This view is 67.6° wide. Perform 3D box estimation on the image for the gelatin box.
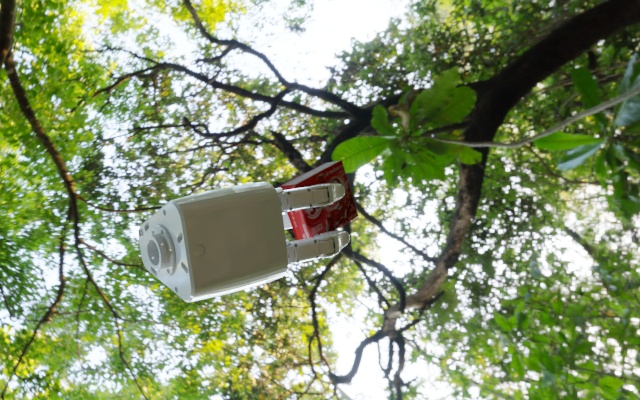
[{"bbox_3d":[0.000,0.002,0.556,0.030,0.073,0.089,-4,18,44],"label":"gelatin box"}]
